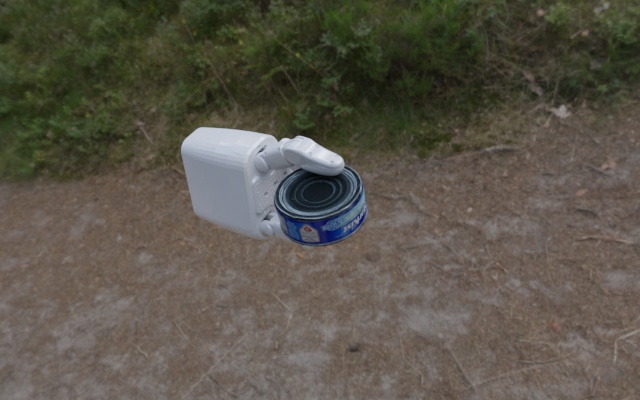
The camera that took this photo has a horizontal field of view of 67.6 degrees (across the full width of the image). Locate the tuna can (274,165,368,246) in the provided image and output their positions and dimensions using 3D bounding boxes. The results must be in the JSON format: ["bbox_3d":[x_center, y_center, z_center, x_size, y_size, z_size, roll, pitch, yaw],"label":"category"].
[{"bbox_3d":[0.000,0.001,0.450,0.086,0.034,0.086,-8,39,6],"label":"tuna can"}]
